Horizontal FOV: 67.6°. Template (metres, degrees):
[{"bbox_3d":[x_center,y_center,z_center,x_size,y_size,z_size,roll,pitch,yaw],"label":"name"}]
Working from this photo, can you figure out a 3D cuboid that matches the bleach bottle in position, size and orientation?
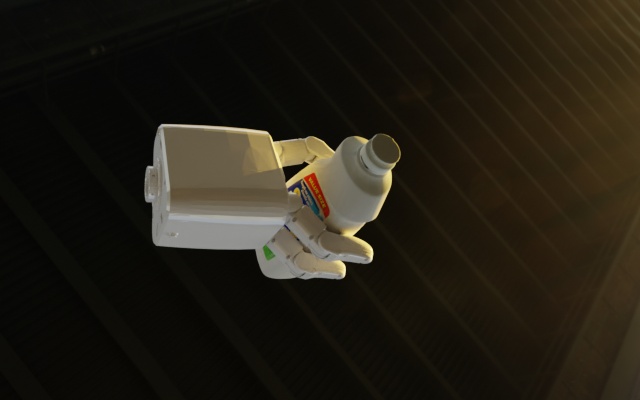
[{"bbox_3d":[0.000,0.002,0.500,0.068,0.102,0.251,1,-25,-27],"label":"bleach bottle"}]
